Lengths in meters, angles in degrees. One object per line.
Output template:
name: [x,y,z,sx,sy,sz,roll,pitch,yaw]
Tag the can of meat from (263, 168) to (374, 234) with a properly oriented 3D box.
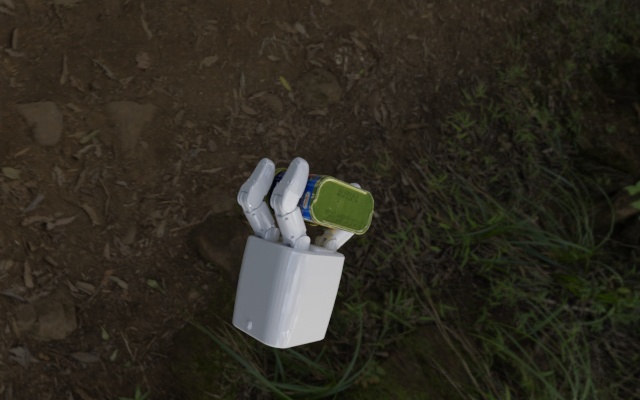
can of meat: [0.000,0.002,0.555,0.102,0.057,0.084,18,-5,-43]
